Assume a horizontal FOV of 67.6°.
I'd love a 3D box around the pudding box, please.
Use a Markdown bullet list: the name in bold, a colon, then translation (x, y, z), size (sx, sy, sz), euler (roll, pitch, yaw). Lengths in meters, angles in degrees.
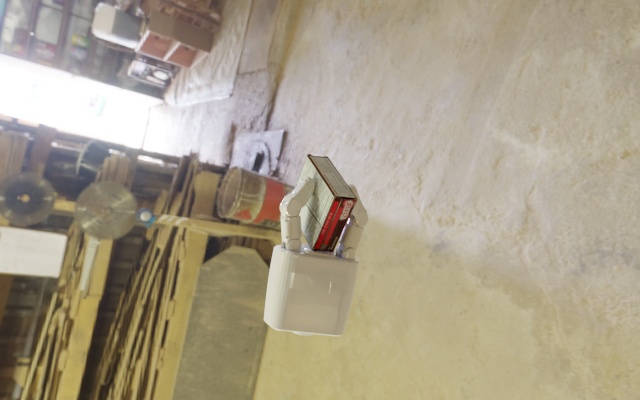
- **pudding box**: translation (0.000, 0.002, 0.656), size (0.039, 0.090, 0.113), euler (6, 32, -30)
